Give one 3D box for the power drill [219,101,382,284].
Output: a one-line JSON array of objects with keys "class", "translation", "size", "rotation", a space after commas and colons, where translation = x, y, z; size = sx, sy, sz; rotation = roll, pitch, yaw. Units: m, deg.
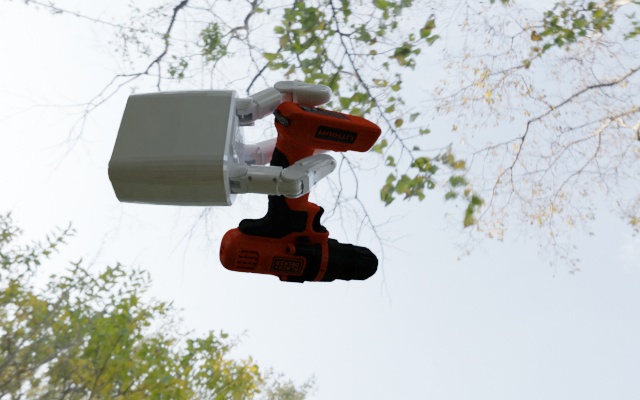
[{"class": "power drill", "translation": [0.000, 0.001, 0.503], "size": [0.184, 0.188, 0.057], "rotation": [8, 18, -24]}]
